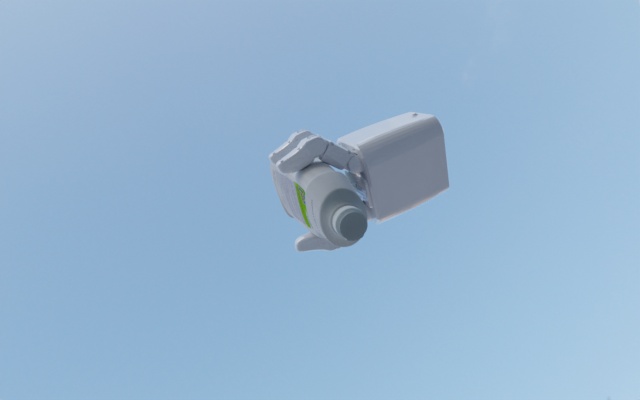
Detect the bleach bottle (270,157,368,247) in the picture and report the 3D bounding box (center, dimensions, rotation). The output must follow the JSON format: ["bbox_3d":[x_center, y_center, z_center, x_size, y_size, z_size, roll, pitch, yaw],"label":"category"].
[{"bbox_3d":[0.000,0.002,0.562,0.068,0.102,0.250,-23,19,-9],"label":"bleach bottle"}]
